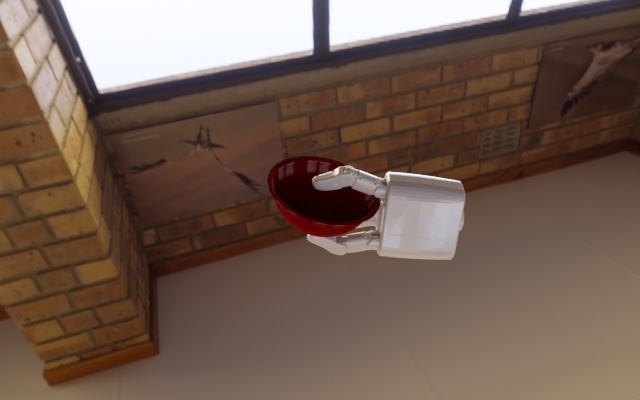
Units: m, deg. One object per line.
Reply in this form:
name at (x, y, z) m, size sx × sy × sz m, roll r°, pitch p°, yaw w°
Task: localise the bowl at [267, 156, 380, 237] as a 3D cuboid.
bowl at (-0.001, 0.002, 0.681) m, size 0.162 × 0.055 × 0.162 m, roll 11°, pitch 36°, yaw -8°
